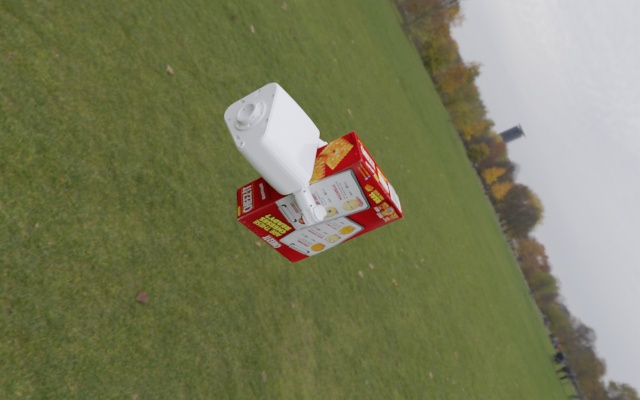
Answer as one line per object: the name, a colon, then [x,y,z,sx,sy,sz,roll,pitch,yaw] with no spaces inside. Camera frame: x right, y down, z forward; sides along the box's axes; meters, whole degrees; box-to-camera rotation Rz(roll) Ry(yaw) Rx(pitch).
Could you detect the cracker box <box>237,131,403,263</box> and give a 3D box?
cracker box: [0.000,0.003,0.761,0.214,0.072,0.164,-24,-42,18]
